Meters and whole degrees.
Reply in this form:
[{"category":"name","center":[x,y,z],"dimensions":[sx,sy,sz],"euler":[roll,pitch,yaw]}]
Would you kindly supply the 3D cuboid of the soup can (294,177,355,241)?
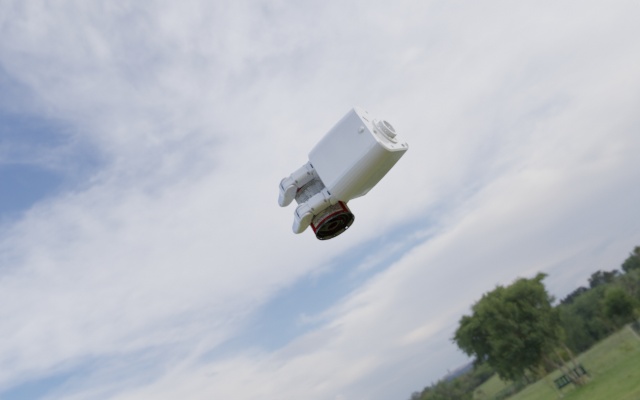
[{"category":"soup can","center":[0.000,0.003,0.752],"dimensions":[0.068,0.102,0.068],"euler":[-24,-29,-14]}]
